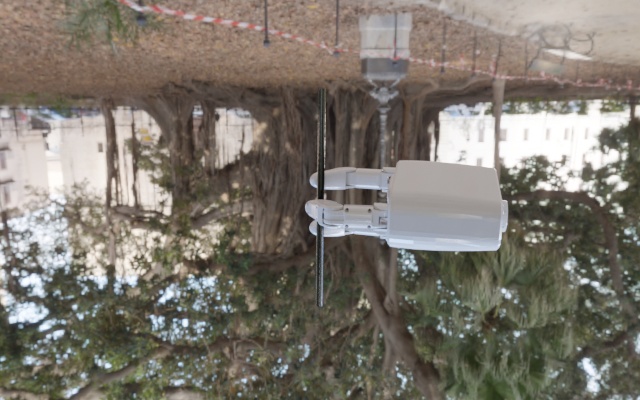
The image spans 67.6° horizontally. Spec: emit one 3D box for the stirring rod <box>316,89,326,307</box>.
[{"bbox_3d":[0.000,0.002,0.520,0.011,0.239,0.011,1,12,0],"label":"stirring rod"}]
